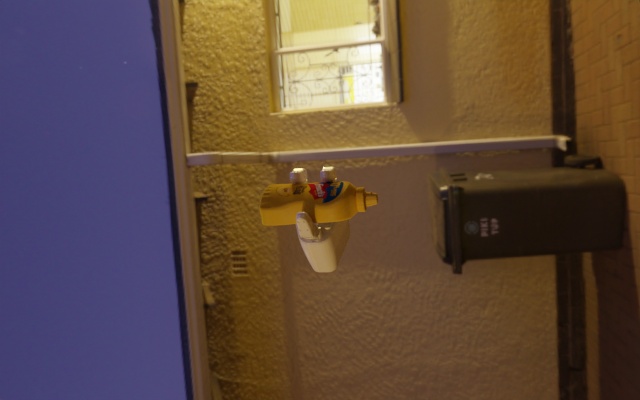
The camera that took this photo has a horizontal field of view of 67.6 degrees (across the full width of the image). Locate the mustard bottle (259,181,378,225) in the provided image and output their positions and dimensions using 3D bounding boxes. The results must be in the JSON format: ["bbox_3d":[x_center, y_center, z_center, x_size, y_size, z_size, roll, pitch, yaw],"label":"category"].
[{"bbox_3d":[0.000,0.002,0.804,0.191,0.058,0.096,-3,25,11],"label":"mustard bottle"}]
